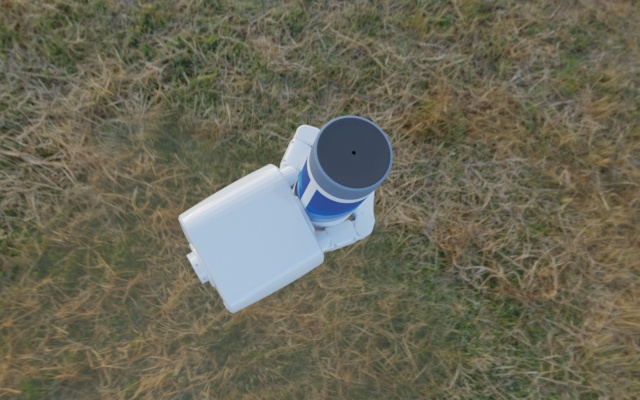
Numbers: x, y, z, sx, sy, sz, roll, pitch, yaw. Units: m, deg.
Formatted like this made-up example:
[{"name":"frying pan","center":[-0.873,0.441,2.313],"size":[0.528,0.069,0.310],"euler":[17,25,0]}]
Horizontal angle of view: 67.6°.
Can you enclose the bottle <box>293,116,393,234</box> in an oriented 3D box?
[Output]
[{"name":"bottle","center":[0.000,0.002,0.525],"size":[0.069,0.069,0.296],"euler":[0,-16,-11]}]
